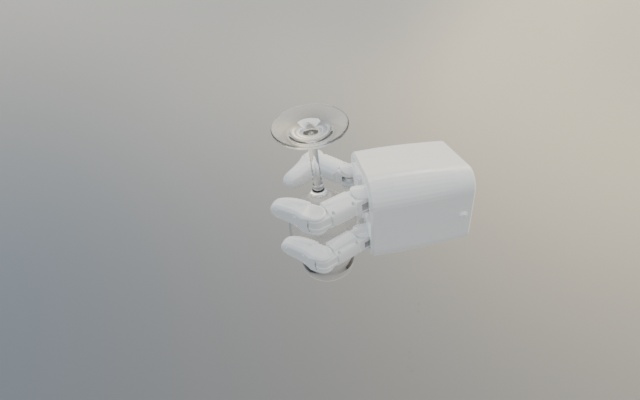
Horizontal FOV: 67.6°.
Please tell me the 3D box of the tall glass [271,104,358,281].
[{"bbox_3d":[0.000,0.001,0.514,0.079,0.201,0.079,-4,43,4],"label":"tall glass"}]
